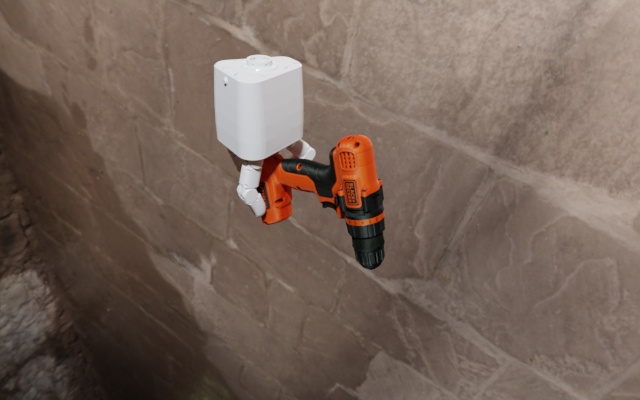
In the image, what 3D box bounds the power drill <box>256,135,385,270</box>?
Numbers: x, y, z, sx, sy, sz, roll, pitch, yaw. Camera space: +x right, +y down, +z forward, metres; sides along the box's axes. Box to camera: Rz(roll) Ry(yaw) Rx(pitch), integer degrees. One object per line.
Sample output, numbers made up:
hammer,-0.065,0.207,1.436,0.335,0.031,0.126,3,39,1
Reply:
power drill,0.000,0.002,0.661,0.187,0.184,0.057,3,21,32
